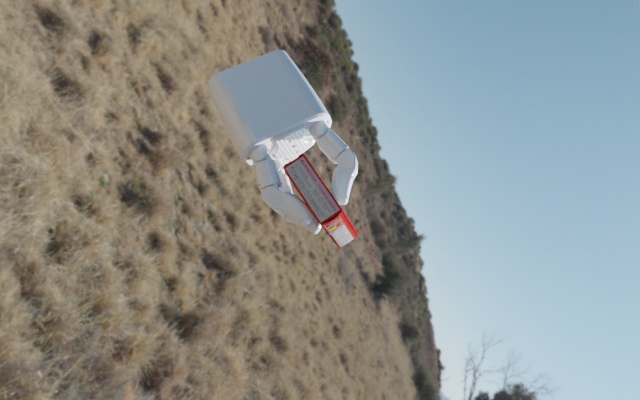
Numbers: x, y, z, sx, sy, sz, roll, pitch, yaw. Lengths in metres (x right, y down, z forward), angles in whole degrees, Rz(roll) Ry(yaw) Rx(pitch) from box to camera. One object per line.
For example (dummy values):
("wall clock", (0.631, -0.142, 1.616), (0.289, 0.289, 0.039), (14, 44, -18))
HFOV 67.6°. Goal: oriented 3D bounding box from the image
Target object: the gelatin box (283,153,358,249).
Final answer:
("gelatin box", (0.001, 0.002, 0.524), (0.030, 0.089, 0.073), (-35, -30, 0))
